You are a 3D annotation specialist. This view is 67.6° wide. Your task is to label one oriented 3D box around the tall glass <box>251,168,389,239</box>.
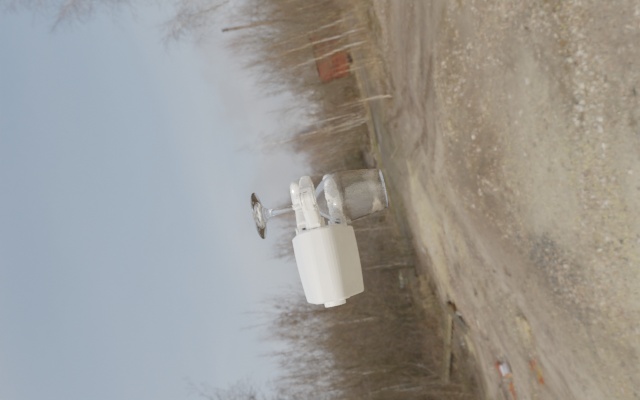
[{"bbox_3d":[-0.001,0.002,0.733,0.201,0.079,0.079,-13,-1,5],"label":"tall glass"}]
